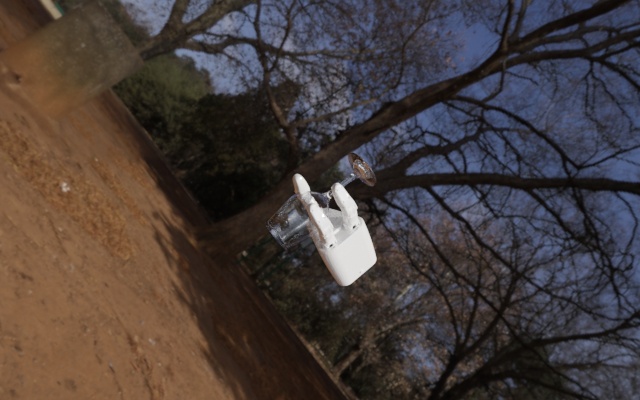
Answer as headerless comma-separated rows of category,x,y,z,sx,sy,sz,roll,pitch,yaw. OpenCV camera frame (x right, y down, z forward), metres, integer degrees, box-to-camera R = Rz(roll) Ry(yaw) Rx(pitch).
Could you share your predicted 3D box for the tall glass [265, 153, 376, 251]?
tall glass,0.001,0.002,0.842,0.201,0.079,0.079,-38,11,-15
